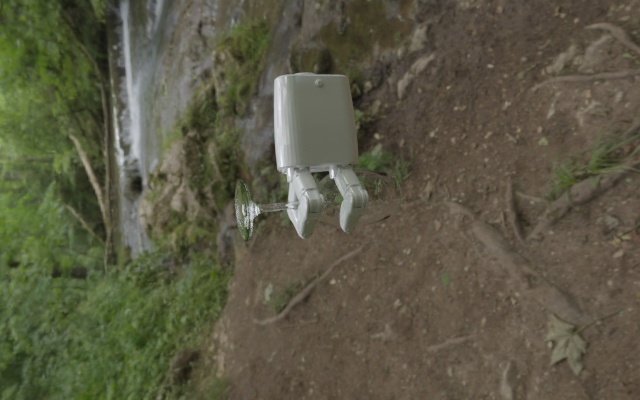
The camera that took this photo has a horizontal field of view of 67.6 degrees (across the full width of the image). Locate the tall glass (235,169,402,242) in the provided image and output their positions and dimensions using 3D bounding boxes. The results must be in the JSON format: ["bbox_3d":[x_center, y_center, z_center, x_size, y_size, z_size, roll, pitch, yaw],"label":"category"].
[{"bbox_3d":[-0.001,0.002,0.598,0.201,0.079,0.079,-6,2,-23],"label":"tall glass"}]
